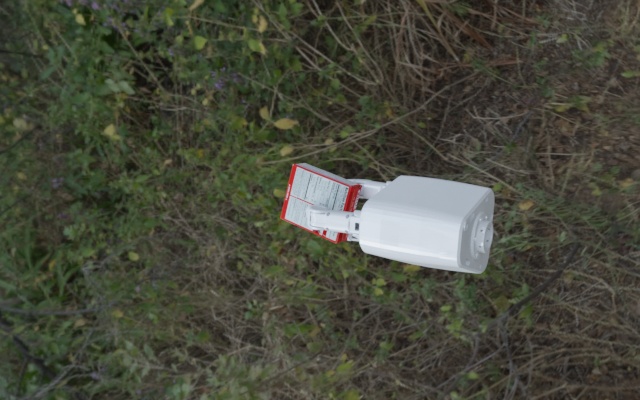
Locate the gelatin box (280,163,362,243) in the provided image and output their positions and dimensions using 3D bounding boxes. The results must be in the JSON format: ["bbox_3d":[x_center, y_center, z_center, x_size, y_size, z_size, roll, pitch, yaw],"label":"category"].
[{"bbox_3d":[0.000,0.002,0.582,0.089,0.073,0.030,22,18,27],"label":"gelatin box"}]
